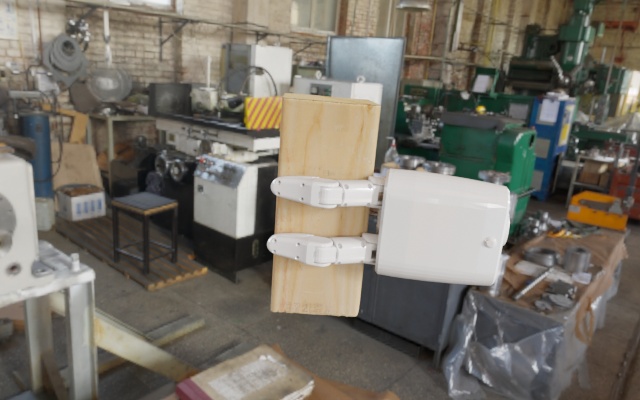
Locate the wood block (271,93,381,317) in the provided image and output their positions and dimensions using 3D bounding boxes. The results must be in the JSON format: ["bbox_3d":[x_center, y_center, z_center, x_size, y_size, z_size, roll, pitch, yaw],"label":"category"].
[{"bbox_3d":[0.000,0.001,0.483,0.090,0.206,0.090,4,15,-3],"label":"wood block"}]
